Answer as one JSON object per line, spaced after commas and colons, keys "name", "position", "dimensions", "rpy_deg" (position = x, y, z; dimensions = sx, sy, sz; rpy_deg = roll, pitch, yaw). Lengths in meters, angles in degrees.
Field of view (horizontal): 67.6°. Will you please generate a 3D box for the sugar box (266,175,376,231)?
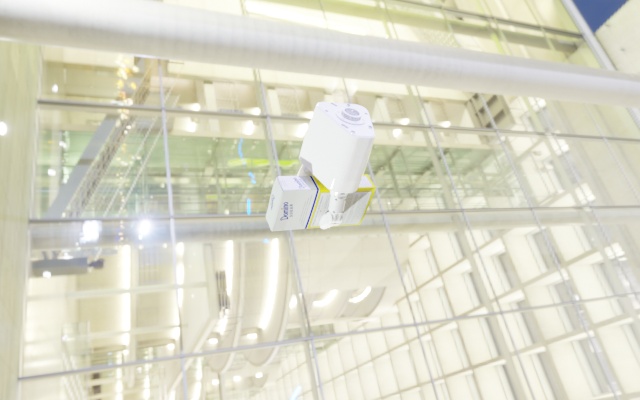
{"name": "sugar box", "position": [0.000, 0.002, 0.830], "dimensions": [0.176, 0.093, 0.048], "rpy_deg": [0, 40, -25]}
